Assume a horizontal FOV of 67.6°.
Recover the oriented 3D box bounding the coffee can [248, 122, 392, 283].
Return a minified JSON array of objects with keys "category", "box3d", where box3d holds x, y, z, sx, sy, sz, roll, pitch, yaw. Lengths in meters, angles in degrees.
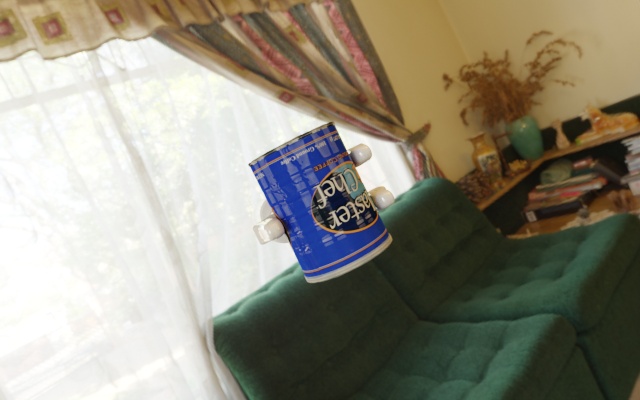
[{"category":"coffee can","box3d":[0.000,0.002,0.509,0.103,0.140,0.103,-26,4,2]}]
